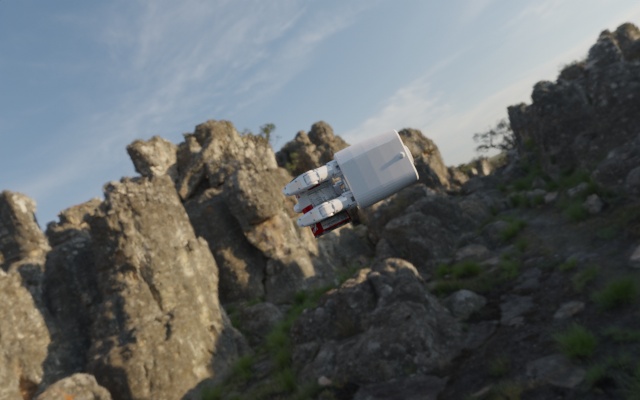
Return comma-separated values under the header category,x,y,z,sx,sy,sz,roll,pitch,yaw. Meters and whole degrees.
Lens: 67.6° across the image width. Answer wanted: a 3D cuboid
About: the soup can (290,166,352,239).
category,x,y,z,sx,sy,sz,roll,pitch,yaw
soup can,0.000,0.003,0.783,0.068,0.102,0.068,-25,-4,-2
